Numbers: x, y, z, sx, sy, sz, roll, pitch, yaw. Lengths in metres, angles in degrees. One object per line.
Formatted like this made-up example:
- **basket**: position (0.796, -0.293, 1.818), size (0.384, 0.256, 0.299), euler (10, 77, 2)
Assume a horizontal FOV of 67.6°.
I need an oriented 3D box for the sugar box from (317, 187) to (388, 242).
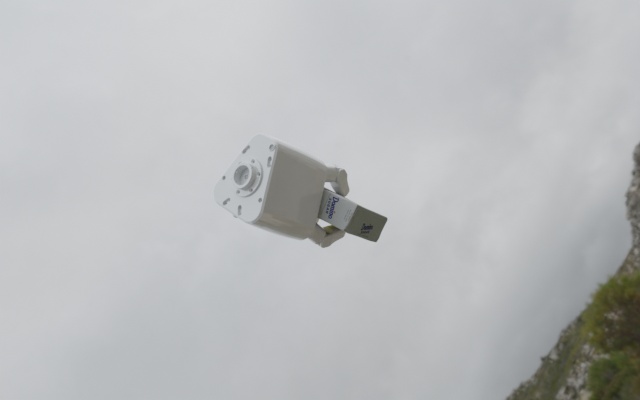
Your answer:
- **sugar box**: position (0.000, 0.003, 0.690), size (0.176, 0.048, 0.093), euler (29, 4, 36)
